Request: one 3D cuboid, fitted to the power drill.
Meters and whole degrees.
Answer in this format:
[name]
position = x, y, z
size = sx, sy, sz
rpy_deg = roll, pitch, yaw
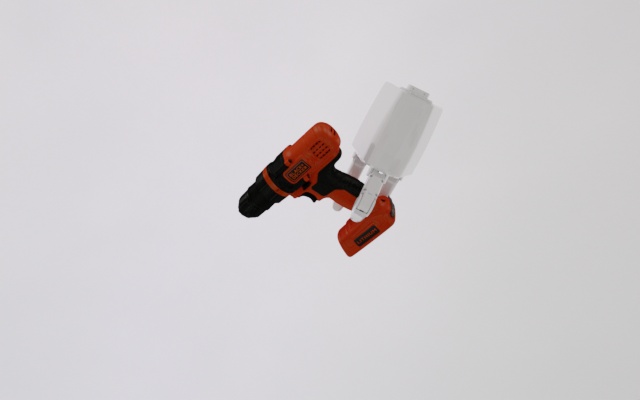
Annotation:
[power drill]
position = 0.001, 0.002, 0.682
size = 0.188, 0.057, 0.184
rpy_deg = 38, -62, -25
